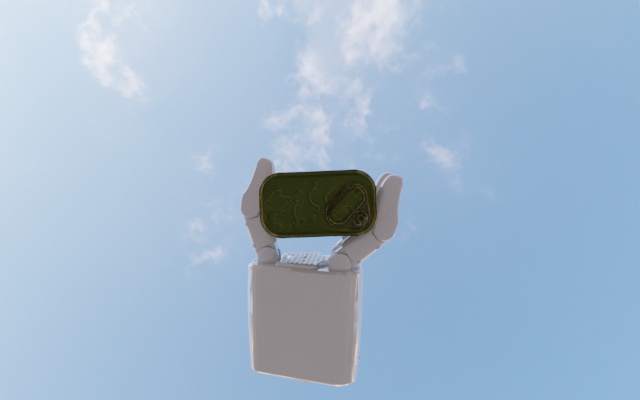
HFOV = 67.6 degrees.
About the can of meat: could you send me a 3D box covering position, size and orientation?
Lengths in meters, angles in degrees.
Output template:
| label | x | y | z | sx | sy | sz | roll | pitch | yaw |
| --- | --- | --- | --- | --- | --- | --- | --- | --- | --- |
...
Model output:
| label | x | y | z | sx | sy | sz | roll | pitch | yaw |
| --- | --- | --- | --- | --- | --- | --- | --- | --- | --- |
| can of meat | 0.000 | 0.001 | 0.451 | 0.102 | 0.057 | 0.084 | -2 | 2 | 4 |
